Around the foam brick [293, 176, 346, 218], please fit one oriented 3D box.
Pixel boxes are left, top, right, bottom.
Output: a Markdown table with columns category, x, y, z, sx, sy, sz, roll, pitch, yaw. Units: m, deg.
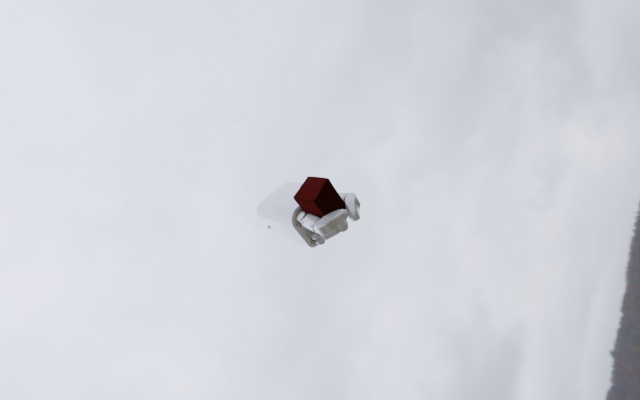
| category | x | y | z | sx | sy | sz | roll | pitch | yaw |
| --- | --- | --- | --- | --- | --- | --- | --- | --- | --- |
| foam brick | 0.000 | 0.002 | 0.834 | 0.051 | 0.053 | 0.078 | 11 | -32 | 42 |
